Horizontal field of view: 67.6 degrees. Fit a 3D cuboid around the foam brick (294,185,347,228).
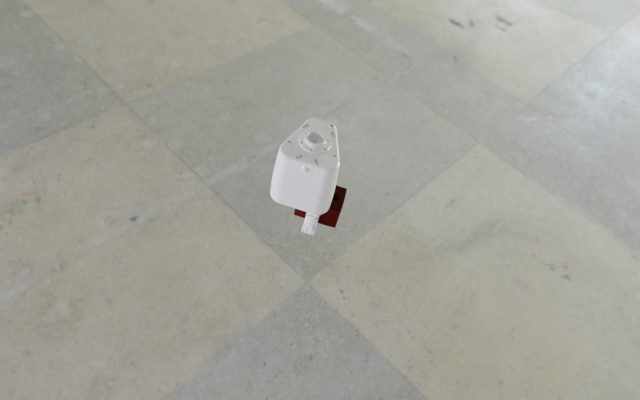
[{"bbox_3d":[0.000,0.003,0.816,0.078,0.053,0.051,17,-40,1],"label":"foam brick"}]
